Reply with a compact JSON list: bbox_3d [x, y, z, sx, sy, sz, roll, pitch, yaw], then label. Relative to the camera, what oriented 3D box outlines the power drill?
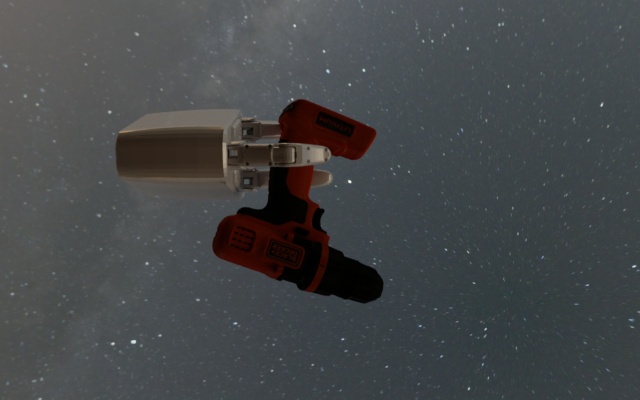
[{"bbox_3d":[0.000,0.001,0.505,0.184,0.187,0.057,21,-18,-16],"label":"power drill"}]
